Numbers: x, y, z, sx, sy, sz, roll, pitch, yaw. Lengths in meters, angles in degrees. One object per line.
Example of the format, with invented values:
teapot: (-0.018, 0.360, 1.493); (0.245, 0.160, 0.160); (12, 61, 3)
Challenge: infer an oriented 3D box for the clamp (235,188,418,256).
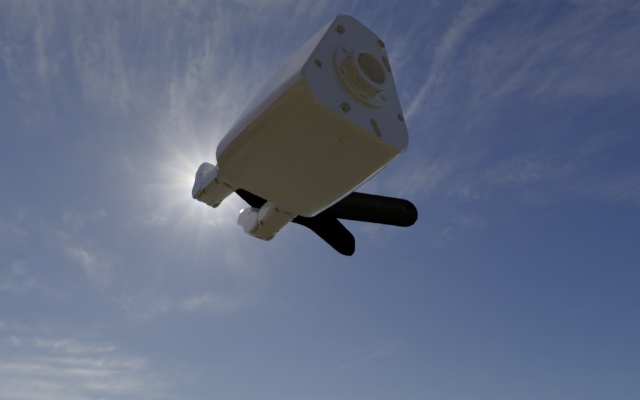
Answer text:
clamp: (0.000, 0.001, 0.438); (0.171, 0.039, 0.120); (26, -38, -28)
